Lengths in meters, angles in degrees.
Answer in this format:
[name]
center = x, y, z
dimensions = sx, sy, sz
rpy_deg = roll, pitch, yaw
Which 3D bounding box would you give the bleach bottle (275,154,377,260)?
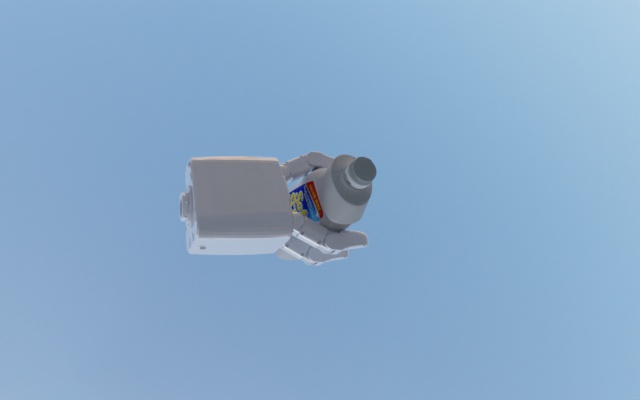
[bleach bottle]
center = 0.000, 0.002, 0.612
dimensions = 0.068, 0.102, 0.251
rpy_deg = 0, -20, -23
